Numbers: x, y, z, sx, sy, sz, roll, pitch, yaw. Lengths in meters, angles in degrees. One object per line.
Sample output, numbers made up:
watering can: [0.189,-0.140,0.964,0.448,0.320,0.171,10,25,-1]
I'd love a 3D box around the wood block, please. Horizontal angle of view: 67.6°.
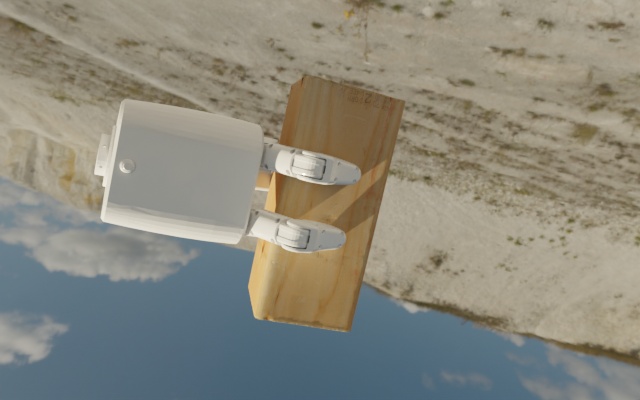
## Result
wood block: [0.000,0.001,0.443,0.090,0.206,0.091,12,6,-14]
